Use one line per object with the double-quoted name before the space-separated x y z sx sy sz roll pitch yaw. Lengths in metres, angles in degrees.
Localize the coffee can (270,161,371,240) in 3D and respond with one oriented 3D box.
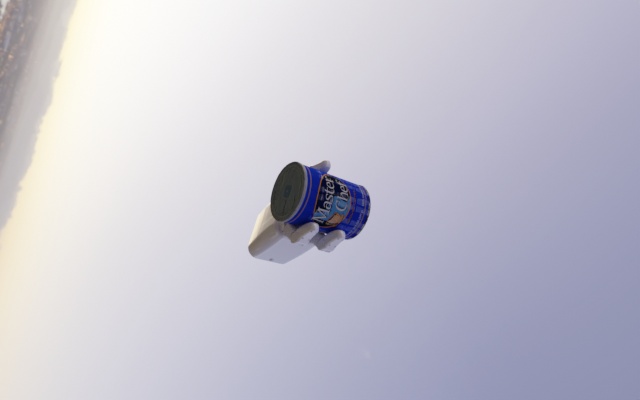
"coffee can" 0.000 0.002 0.817 0.140 0.103 0.103 18 -10 -33
